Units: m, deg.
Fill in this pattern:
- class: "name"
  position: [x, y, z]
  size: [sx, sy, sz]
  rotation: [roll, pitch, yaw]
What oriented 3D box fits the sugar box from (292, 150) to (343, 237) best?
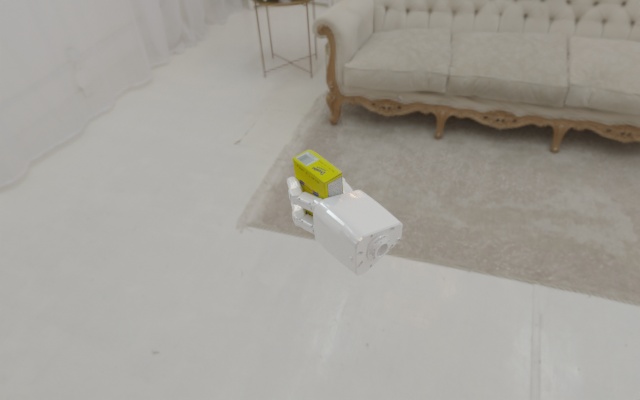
- class: "sugar box"
  position: [0.000, 0.003, 0.861]
  size: [0.048, 0.176, 0.093]
  rotation: [-29, 48, -25]
